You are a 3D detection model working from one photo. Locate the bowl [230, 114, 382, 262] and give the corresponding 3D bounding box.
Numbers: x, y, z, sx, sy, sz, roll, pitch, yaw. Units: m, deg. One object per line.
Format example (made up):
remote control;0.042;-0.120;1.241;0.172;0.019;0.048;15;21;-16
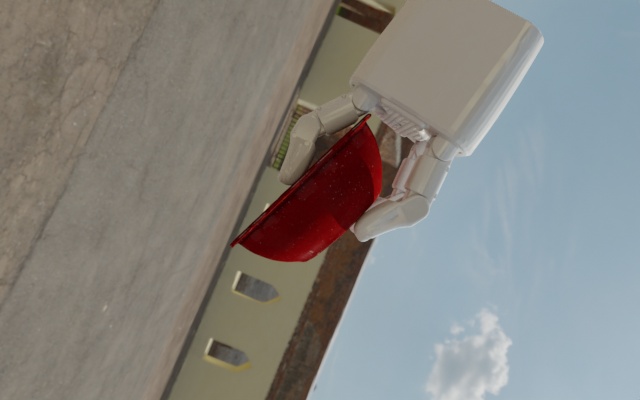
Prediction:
bowl;-0.001;0.003;0.407;0.162;0.055;0.162;-43;3;3
